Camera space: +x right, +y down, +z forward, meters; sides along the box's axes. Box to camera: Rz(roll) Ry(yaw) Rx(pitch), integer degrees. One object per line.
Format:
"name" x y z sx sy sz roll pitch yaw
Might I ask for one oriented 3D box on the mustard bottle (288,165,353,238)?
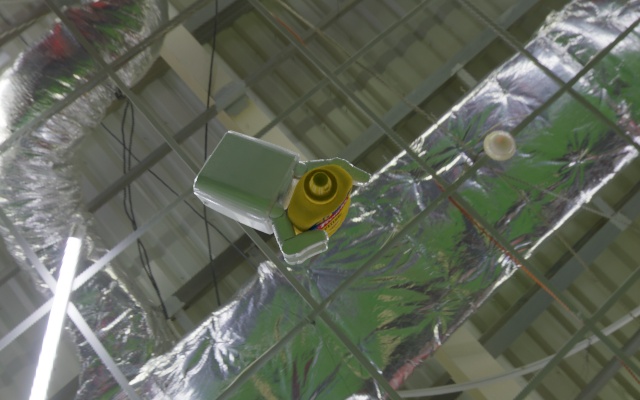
"mustard bottle" 0.000 0.002 0.622 0.096 0.058 0.192 -42 -12 -10
